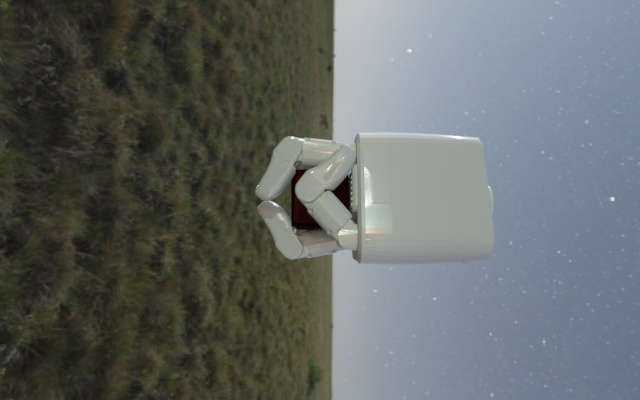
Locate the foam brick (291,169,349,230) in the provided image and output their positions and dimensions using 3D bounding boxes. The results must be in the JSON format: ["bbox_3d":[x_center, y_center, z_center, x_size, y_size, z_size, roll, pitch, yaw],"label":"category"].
[{"bbox_3d":[0.000,0.001,0.457,0.051,0.053,0.078,0,-5,0],"label":"foam brick"}]
